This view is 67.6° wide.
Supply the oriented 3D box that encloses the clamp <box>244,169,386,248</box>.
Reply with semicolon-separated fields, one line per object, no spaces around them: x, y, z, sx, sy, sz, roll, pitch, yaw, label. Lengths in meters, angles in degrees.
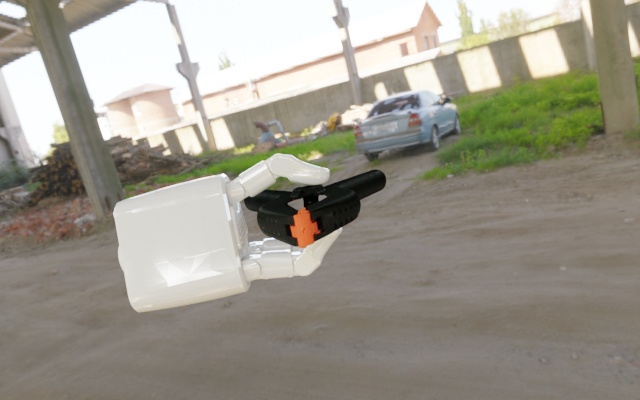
0.000;0.001;0.467;0.164;0.036;0.210;-11;10;-3;clamp
